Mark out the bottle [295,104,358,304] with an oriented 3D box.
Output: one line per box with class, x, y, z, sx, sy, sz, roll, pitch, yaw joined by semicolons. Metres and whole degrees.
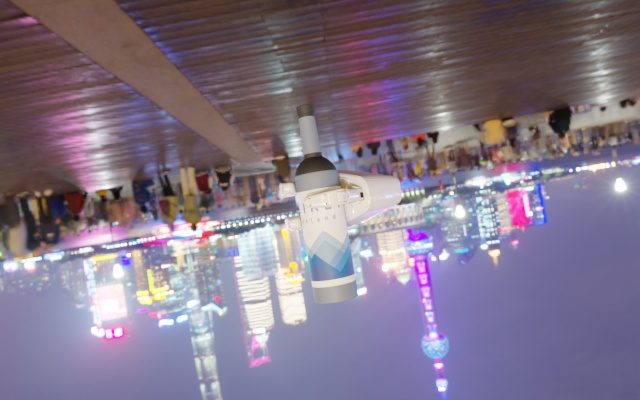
bottle;0.000;0.003;0.722;0.069;0.295;0.069;-9;-1;0
